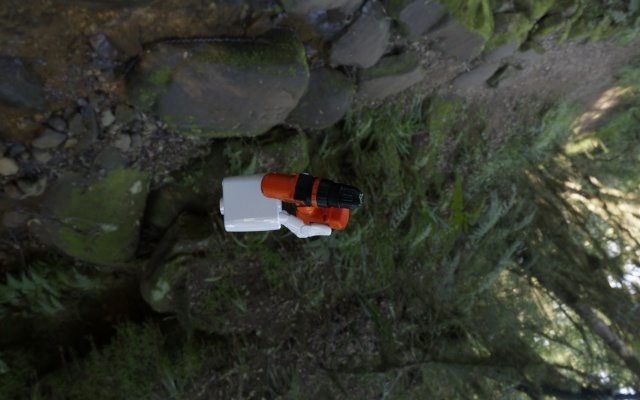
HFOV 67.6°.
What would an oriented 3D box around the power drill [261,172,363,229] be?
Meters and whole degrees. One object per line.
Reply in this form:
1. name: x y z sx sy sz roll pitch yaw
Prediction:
1. power drill: 0.000 0.003 0.890 0.184 0.057 0.188 11 -15 17
